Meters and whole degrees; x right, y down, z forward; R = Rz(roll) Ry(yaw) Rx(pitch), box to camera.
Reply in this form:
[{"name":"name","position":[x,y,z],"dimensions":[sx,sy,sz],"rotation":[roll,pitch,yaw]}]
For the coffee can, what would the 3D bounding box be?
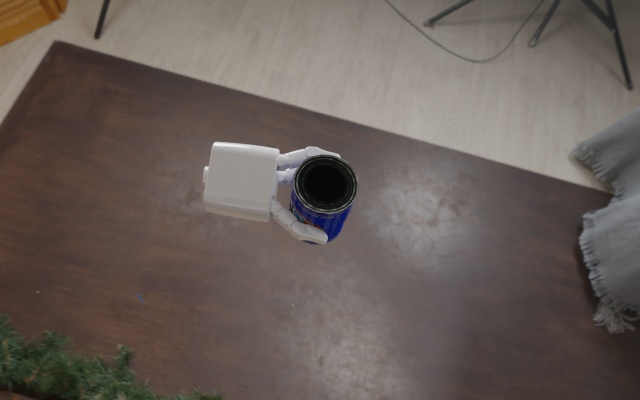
[{"name":"coffee can","position":[0.000,0.003,0.788],"dimensions":[0.103,0.102,0.140],"rotation":[0,-25,-8]}]
